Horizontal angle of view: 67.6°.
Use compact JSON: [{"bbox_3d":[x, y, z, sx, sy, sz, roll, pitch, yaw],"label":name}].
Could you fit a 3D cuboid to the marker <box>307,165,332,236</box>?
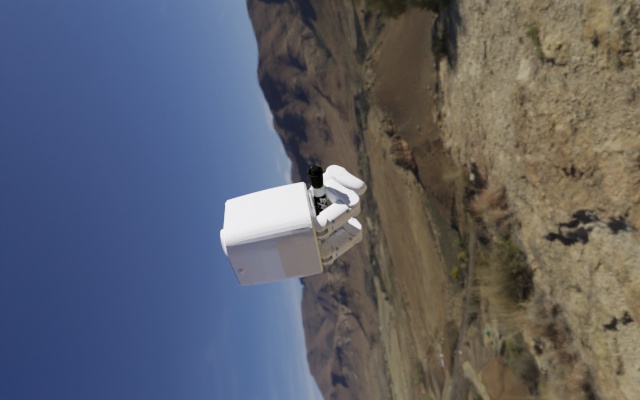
[{"bbox_3d":[0.000,0.002,0.607,0.020,0.020,0.121,0,-42,9],"label":"marker"}]
